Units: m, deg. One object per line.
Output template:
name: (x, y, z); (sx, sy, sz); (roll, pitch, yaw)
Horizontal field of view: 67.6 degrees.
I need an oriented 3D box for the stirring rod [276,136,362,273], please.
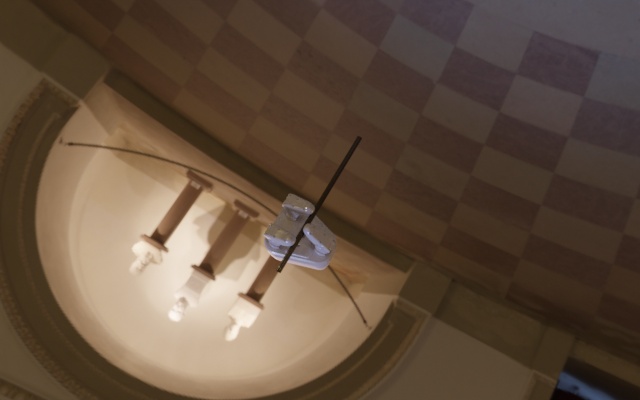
stirring rod: (0.000, 0.002, 0.712); (0.011, 0.239, 0.011); (29, -14, 8)
